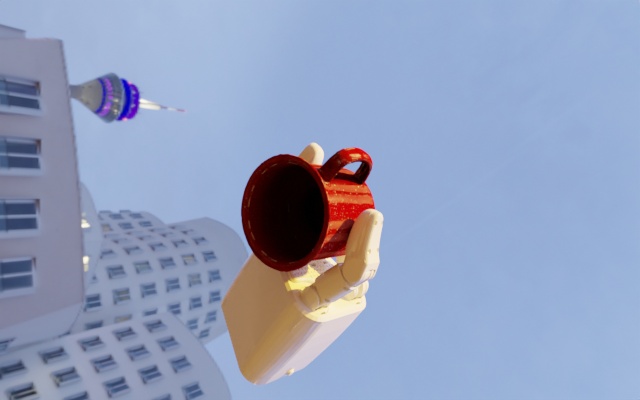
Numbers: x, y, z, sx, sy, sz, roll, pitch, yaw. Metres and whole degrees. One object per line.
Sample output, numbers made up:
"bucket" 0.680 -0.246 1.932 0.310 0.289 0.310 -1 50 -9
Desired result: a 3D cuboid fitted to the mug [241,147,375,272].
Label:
"mug" 0.001 0.000 0.403 0.081 0.117 0.093 1 43 -53
